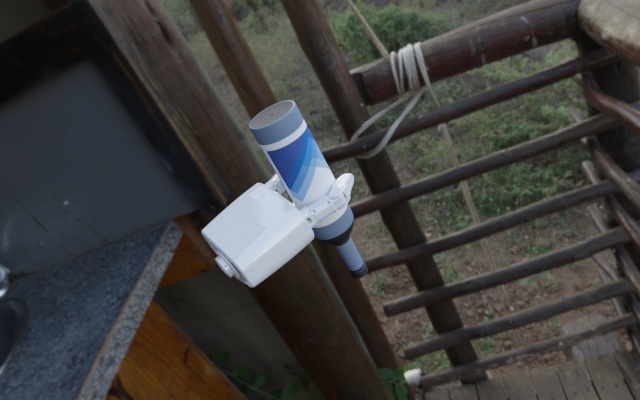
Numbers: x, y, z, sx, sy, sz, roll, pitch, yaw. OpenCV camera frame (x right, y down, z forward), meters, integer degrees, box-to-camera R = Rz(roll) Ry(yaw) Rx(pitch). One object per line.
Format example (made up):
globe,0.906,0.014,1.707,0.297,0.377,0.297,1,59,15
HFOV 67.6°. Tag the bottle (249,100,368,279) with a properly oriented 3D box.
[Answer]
bottle,0.000,0.002,0.679,0.069,0.296,0.069,-21,31,13
